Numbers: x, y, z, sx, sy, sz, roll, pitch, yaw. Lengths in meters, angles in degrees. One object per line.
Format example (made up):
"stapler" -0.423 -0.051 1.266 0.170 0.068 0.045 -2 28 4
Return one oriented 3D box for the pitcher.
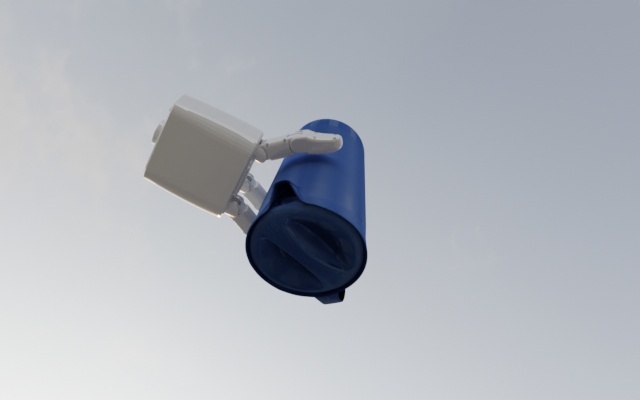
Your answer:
"pitcher" 0.000 0.002 0.611 0.145 0.149 0.242 25 34 -8
